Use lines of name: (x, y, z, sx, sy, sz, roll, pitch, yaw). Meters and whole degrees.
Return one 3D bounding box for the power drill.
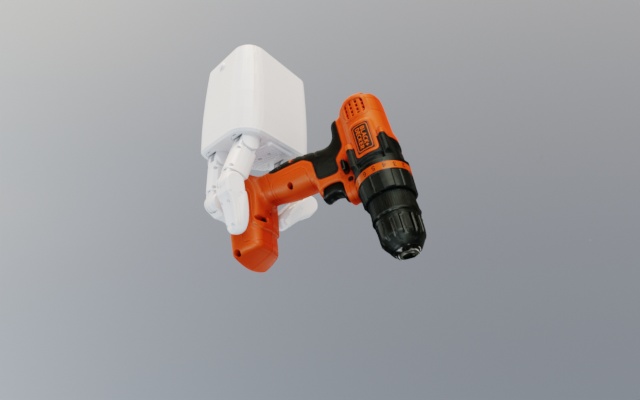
power drill: (0.000, 0.001, 0.467, 0.188, 0.184, 0.057, -26, -39, 18)
